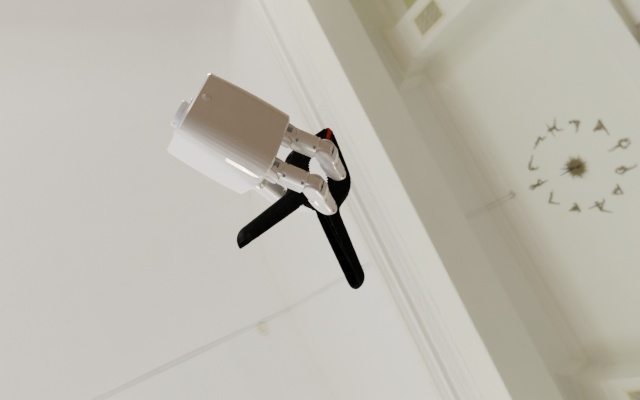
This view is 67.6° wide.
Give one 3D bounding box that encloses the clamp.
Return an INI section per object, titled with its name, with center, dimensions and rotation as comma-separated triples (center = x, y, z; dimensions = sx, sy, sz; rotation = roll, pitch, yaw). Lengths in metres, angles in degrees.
[clamp]
center = 0.000, 0.002, 0.601
dimensions = 0.164, 0.209, 0.036
rotation = 30, -36, -18
